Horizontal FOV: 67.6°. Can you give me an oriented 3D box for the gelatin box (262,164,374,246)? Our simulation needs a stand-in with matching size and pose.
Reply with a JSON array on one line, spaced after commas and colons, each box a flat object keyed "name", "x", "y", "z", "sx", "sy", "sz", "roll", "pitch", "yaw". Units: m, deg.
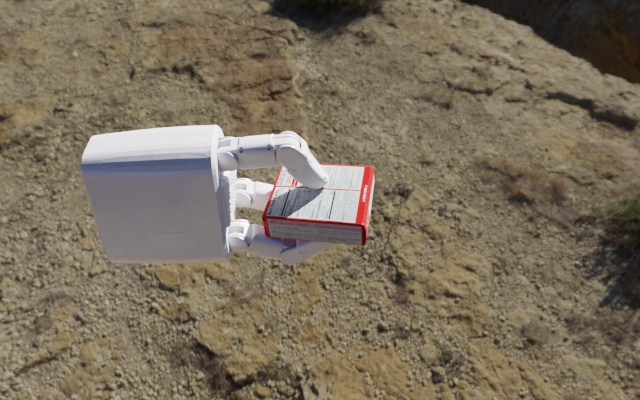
[{"name": "gelatin box", "x": 0.000, "y": 0.001, "z": 0.423, "sx": 0.089, "sy": 0.030, "sz": 0.073, "roll": 3, "pitch": 45, "yaw": 11}]
